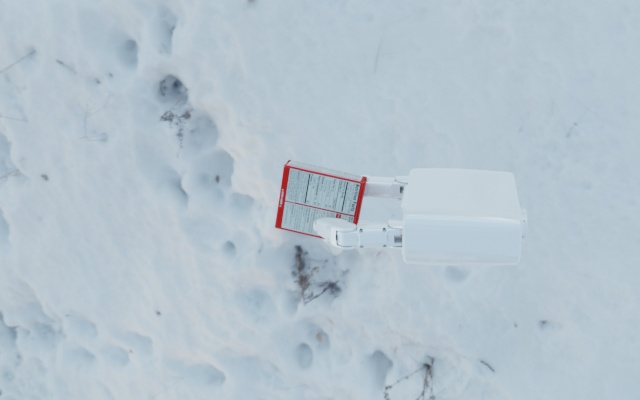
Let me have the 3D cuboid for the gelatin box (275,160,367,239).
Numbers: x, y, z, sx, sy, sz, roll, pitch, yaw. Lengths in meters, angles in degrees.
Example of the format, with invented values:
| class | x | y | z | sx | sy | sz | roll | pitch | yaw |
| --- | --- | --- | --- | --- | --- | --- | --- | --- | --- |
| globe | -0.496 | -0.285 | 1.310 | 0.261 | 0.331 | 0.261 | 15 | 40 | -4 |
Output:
| class | x | y | z | sx | sy | sz | roll | pitch | yaw |
| --- | --- | --- | --- | --- | --- | --- | --- | --- | --- |
| gelatin box | 0.000 | 0.002 | 0.516 | 0.089 | 0.073 | 0.030 | 12 | 20 | 7 |
